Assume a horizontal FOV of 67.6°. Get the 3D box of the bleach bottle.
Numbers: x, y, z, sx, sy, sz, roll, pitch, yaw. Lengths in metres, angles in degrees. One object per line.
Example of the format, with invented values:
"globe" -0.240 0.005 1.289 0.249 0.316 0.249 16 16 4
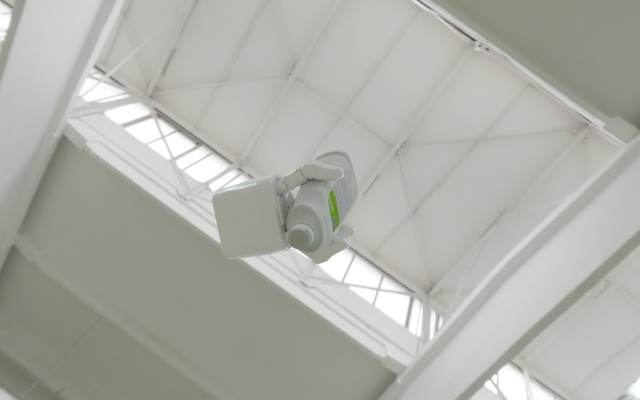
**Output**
"bleach bottle" 0.000 0.002 0.711 0.068 0.102 0.250 -12 15 18
